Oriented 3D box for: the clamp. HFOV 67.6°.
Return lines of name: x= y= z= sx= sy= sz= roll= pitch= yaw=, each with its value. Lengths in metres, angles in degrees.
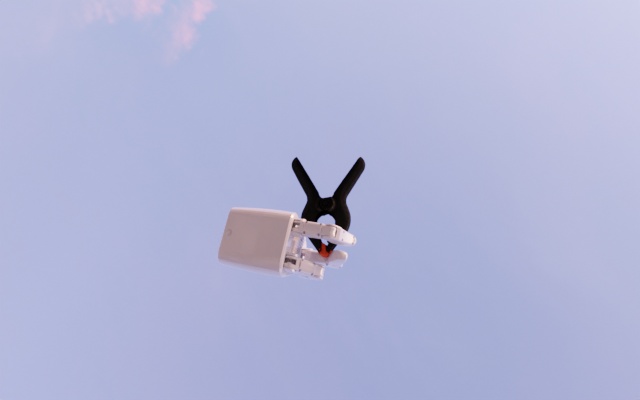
clamp: x=0.000 y=0.003 z=0.765 sx=0.120 sy=0.171 sz=0.039 roll=7 pitch=-19 yaw=15
